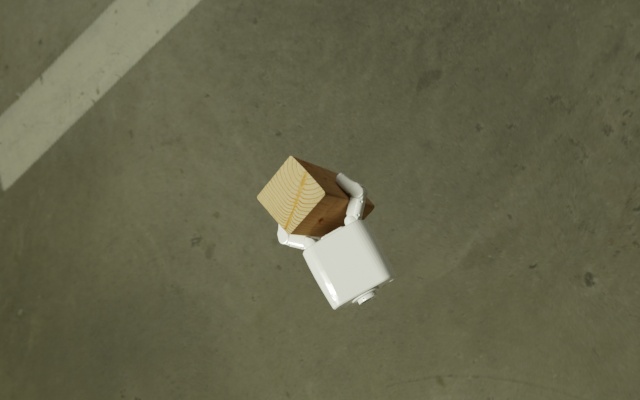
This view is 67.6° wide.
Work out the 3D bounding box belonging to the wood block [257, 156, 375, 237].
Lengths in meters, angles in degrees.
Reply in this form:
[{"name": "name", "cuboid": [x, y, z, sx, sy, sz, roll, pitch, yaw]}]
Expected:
[{"name": "wood block", "cuboid": [0.001, 0.003, 0.818, 0.090, 0.091, 0.206, 48, 15, 24]}]
